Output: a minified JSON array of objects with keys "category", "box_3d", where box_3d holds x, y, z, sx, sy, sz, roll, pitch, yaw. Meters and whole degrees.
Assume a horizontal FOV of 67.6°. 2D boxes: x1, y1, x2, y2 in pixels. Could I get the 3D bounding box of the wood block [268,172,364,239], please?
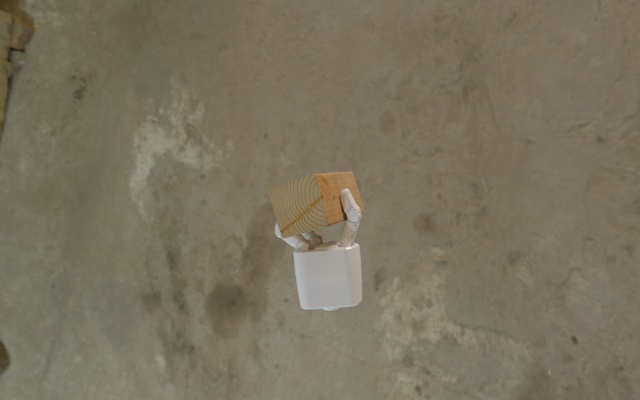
[{"category":"wood block","box_3d":[0.000,0.003,0.877,0.091,0.090,0.206,-16,-1,21]}]
